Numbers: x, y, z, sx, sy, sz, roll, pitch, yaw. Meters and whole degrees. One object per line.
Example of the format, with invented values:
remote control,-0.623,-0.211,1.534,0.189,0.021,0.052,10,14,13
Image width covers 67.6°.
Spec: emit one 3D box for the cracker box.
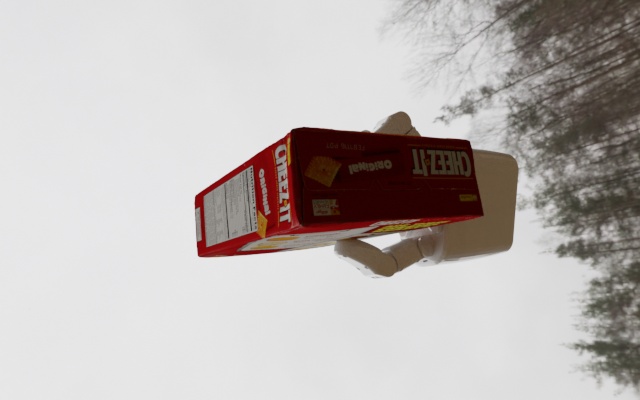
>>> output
cracker box,0.000,0.002,0.417,0.164,0.072,0.214,-2,-10,-31
